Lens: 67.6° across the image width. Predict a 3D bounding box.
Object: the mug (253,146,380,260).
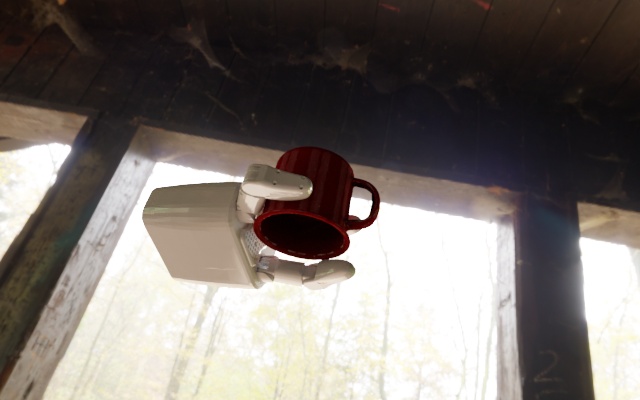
[{"bbox_3d":[0.001,0.001,0.465,0.117,0.081,0.093,0,-34,18],"label":"mug"}]
